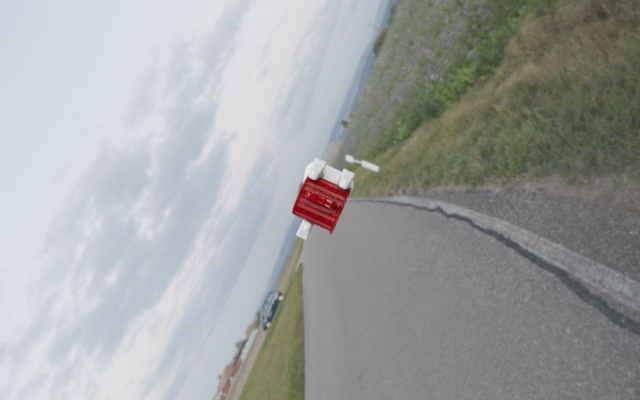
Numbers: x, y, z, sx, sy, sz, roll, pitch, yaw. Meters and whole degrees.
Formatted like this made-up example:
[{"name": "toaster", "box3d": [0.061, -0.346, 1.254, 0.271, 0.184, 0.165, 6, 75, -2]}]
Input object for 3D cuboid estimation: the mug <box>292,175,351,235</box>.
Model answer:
[{"name": "mug", "box3d": [0.000, 0.003, 0.844, 0.081, 0.093, 0.117, 24, 0, 1]}]
